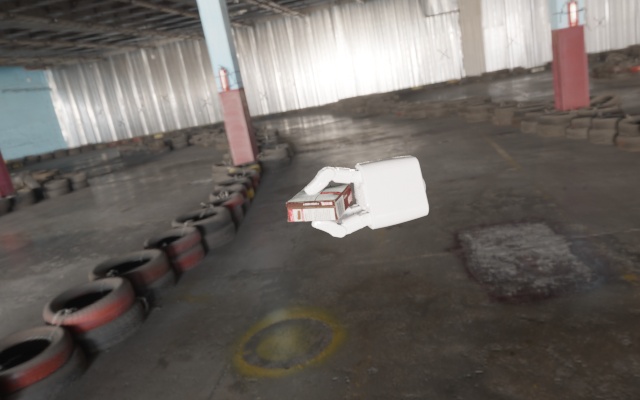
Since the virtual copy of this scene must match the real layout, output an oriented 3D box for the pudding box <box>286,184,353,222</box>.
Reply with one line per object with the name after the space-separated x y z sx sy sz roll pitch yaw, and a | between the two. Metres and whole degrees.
0.000 0.003 0.835 0.090 0.039 0.113 -3 14 18 | pudding box
